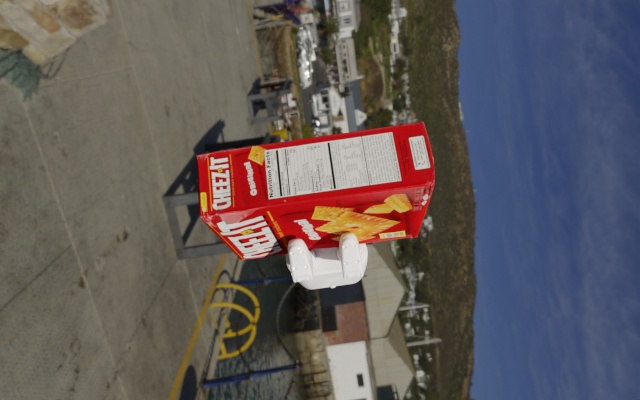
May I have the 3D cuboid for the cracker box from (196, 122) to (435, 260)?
[{"bbox_3d":[0.000,0.001,0.497,0.214,0.072,0.164,-8,-21,1],"label":"cracker box"}]
